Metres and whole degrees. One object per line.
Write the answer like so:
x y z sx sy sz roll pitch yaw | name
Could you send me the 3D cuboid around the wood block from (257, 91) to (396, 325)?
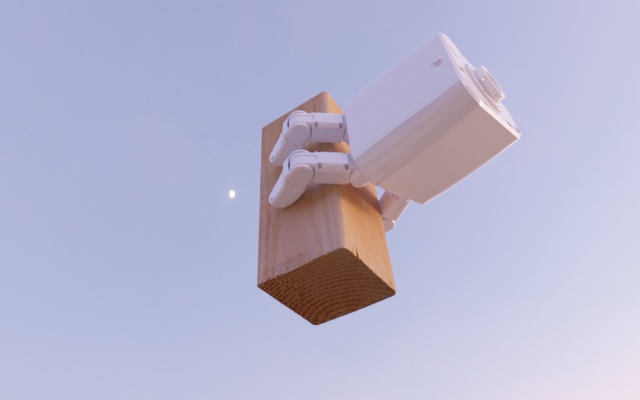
0.001 0.001 0.471 0.090 0.206 0.091 -27 -48 22 | wood block
